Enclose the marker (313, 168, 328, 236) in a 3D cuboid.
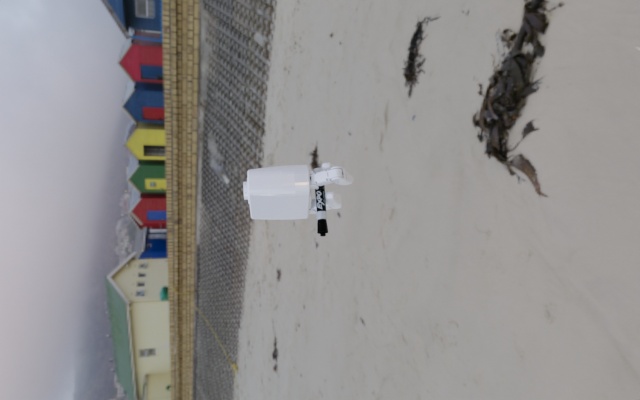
[{"bbox_3d":[0.000,0.003,0.826,0.020,0.121,0.020,-4,-17,-1],"label":"marker"}]
